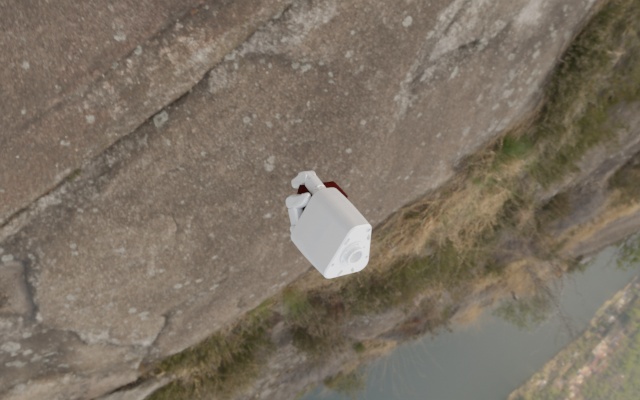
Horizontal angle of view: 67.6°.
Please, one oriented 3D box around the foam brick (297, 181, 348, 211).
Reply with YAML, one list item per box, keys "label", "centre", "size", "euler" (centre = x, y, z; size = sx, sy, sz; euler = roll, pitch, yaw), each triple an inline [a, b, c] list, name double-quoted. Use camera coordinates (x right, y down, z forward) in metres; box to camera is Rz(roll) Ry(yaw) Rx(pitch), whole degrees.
- label: "foam brick"
  centre: [0.000, 0.003, 0.858]
  size: [0.078, 0.053, 0.051]
  euler: [-8, 39, -35]
